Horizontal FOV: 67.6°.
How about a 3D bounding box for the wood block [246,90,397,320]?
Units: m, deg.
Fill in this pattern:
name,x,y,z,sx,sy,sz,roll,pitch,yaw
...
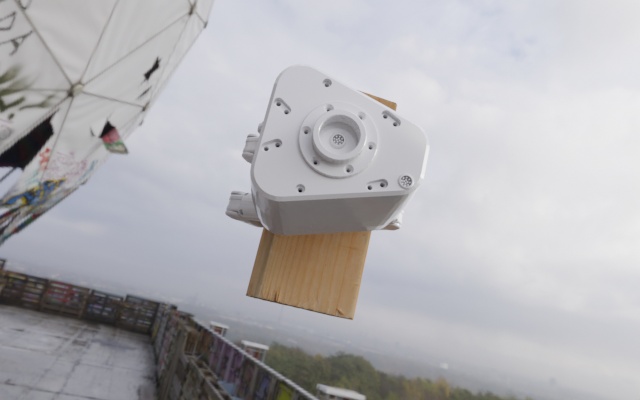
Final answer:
name,x,y,z,sx,sy,sz,roll,pitch,yaw
wood block,0.000,0.001,0.463,0.091,0.206,0.090,16,-13,-10
